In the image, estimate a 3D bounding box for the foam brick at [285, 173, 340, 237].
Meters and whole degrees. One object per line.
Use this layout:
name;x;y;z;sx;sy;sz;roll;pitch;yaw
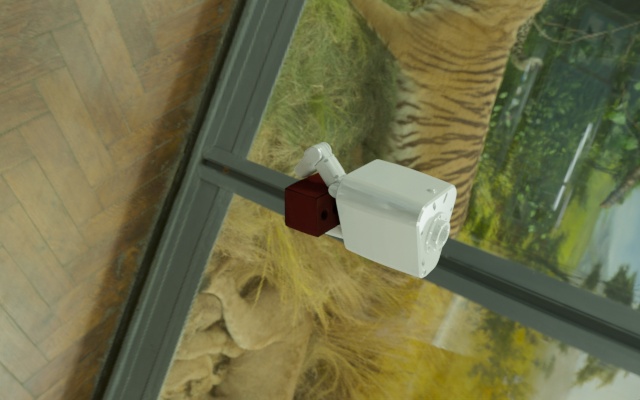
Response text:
foam brick;0.000;0.002;0.588;0.051;0.053;0.078;20;33;35
